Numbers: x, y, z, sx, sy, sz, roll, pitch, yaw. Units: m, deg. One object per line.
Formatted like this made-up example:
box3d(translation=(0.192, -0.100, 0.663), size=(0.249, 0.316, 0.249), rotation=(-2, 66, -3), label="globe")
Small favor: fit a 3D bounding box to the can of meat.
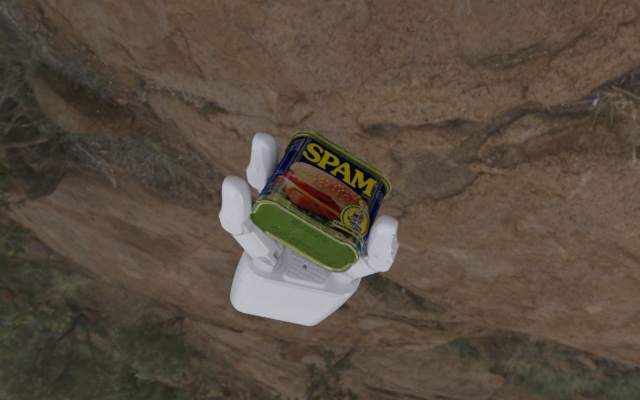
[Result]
box3d(translation=(0.000, 0.002, 0.412), size=(0.102, 0.084, 0.057), rotation=(31, -36, -5), label="can of meat")
